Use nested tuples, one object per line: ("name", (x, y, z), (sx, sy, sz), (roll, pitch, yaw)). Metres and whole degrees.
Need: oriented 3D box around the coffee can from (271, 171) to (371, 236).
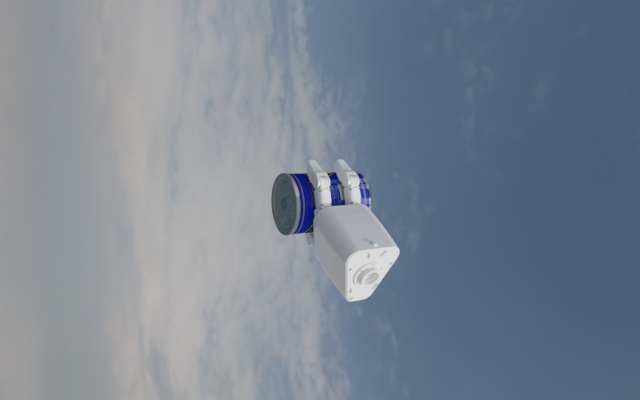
("coffee can", (0.000, 0.003, 0.813), (0.140, 0.103, 0.103), (-4, 2, -28))
